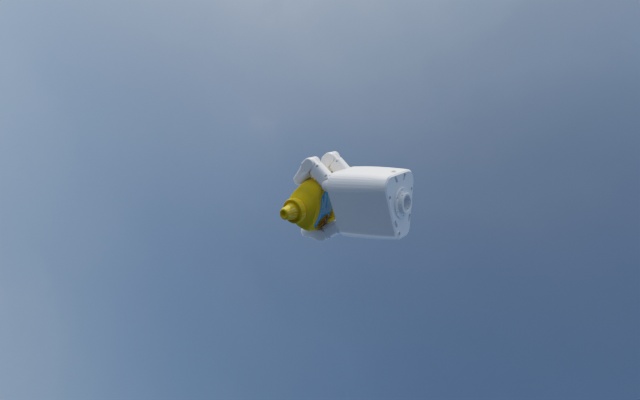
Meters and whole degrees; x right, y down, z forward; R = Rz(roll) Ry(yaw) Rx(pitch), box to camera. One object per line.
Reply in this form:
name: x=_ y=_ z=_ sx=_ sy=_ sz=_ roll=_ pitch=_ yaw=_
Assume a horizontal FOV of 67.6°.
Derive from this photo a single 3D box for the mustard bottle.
mustard bottle: x=0.000 y=0.003 z=0.823 sx=0.058 sy=0.096 sz=0.191 roll=31 pitch=29 yaw=28
